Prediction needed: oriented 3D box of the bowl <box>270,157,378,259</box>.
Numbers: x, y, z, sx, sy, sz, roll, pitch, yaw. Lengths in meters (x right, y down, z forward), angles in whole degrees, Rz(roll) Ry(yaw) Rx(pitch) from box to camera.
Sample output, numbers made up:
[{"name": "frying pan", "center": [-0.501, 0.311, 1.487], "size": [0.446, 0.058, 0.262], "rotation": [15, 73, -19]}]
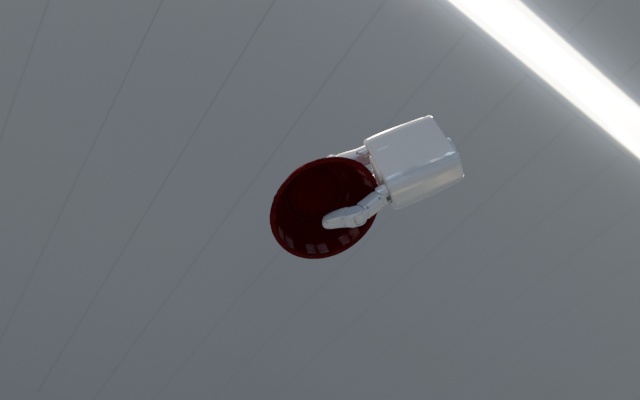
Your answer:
[{"name": "bowl", "center": [-0.001, 0.002, 0.678], "size": [0.162, 0.162, 0.055], "rotation": [0, 28, -23]}]
